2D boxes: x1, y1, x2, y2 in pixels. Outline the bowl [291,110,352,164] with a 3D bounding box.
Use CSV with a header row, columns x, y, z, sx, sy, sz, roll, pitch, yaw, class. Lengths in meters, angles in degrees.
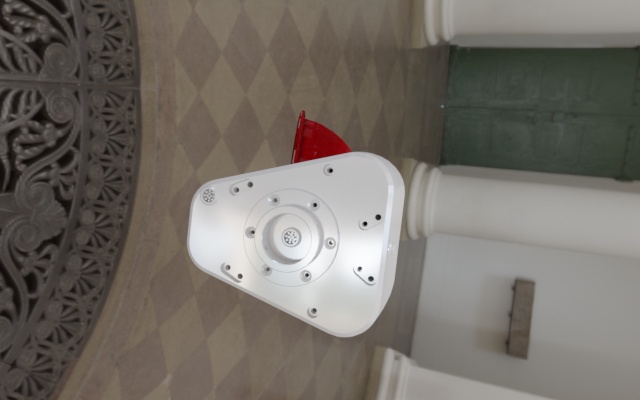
x,y,z,sx,sy,sz,roll,pitch,yaw,class
0.001,0.001,0.441,0.055,0.162,0.162,7,0,-1,bowl
